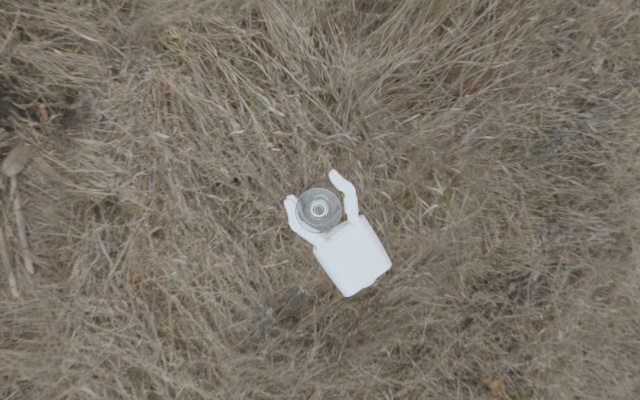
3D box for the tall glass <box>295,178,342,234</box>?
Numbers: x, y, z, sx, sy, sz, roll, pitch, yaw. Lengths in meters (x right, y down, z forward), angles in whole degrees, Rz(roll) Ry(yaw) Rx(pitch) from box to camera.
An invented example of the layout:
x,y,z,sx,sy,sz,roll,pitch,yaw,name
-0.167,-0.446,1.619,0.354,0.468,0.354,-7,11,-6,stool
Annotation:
x,y,z,sx,sy,sz,roll,pitch,yaw,name
0.000,0.003,0.858,0.079,0.079,0.201,0,9,2,tall glass
